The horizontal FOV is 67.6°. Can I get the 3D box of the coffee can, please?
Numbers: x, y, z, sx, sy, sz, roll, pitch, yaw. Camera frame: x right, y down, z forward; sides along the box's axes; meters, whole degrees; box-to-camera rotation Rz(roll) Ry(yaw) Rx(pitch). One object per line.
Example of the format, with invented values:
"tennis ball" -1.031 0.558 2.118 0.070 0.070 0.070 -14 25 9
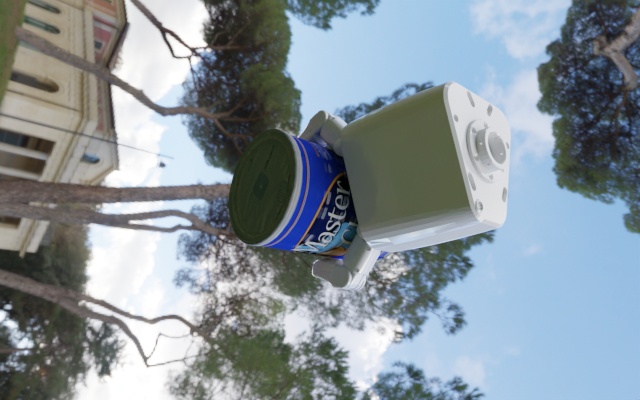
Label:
"coffee can" 0.000 0.002 0.452 0.140 0.103 0.103 15 -9 -39
